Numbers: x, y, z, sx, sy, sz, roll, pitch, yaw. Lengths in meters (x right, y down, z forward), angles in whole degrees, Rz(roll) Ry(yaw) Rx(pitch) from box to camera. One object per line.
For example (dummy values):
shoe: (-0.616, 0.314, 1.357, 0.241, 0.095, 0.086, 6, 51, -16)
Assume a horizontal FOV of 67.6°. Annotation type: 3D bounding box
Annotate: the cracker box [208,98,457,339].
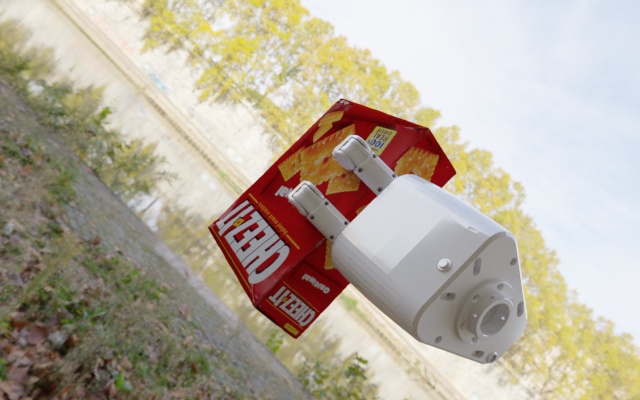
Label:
cracker box: (0.000, 0.002, 0.480, 0.072, 0.213, 0.164, 48, -5, -34)
